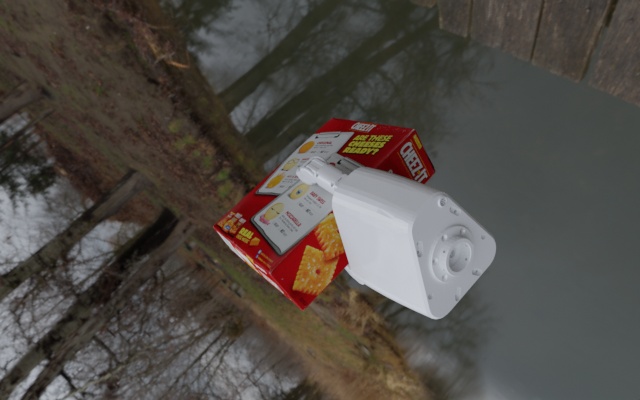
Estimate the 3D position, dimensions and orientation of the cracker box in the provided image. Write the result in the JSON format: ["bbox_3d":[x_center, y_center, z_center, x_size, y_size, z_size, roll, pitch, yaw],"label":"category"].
[{"bbox_3d":[0.000,0.002,0.551,0.213,0.072,0.164,-44,31,-15],"label":"cracker box"}]
